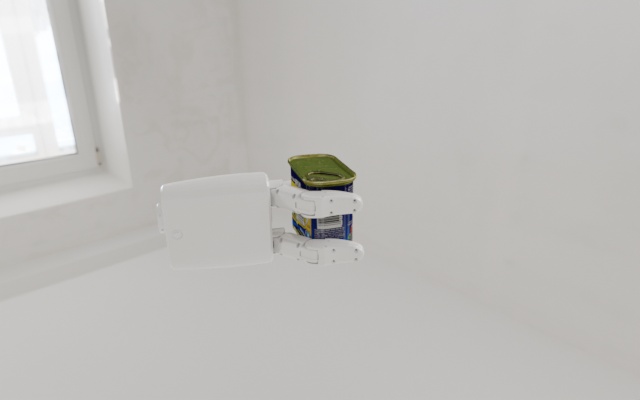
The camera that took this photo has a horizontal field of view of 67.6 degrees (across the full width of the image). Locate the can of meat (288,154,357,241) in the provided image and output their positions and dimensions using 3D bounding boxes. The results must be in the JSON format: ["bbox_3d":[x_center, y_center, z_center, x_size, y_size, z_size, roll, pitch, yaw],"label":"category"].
[{"bbox_3d":[0.000,0.002,0.531,0.057,0.084,0.102,-6,22,-16],"label":"can of meat"}]
